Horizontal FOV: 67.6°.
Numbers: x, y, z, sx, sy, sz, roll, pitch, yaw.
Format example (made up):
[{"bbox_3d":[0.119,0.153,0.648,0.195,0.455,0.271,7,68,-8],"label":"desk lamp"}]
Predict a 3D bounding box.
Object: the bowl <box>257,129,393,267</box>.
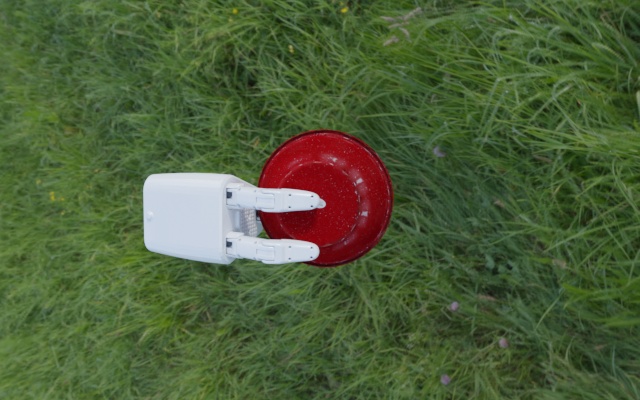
[{"bbox_3d":[0.001,0.002,0.530,0.162,0.162,0.055,0,7,8],"label":"bowl"}]
